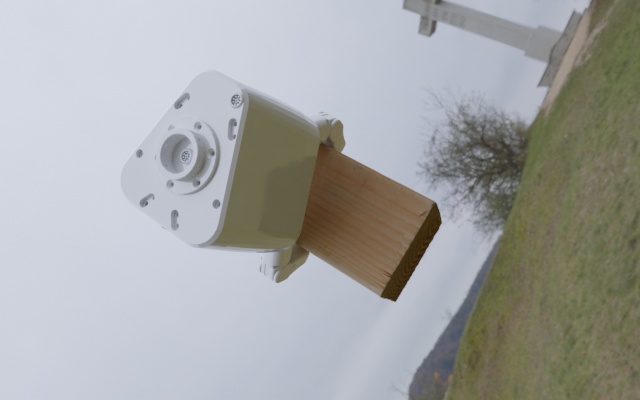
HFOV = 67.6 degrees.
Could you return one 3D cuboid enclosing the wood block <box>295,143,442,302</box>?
[{"bbox_3d":[0.000,0.001,0.455,0.206,0.091,0.090,30,-4,22],"label":"wood block"}]
